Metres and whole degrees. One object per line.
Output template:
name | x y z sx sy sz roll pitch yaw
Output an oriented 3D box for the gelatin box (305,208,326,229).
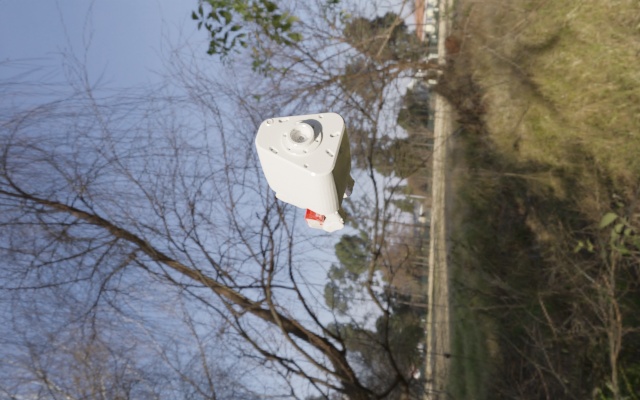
gelatin box | 0.000 0.002 0.750 0.030 0.073 0.089 11 -11 6
